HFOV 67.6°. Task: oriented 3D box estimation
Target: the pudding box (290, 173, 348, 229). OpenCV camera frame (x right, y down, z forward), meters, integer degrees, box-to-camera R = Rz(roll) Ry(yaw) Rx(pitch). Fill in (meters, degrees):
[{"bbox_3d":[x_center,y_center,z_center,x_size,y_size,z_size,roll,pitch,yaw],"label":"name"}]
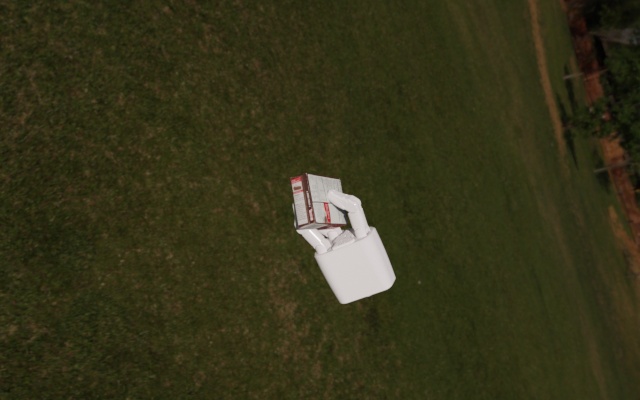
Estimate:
[{"bbox_3d":[0.000,0.003,0.838,0.039,0.090,0.113,-17,-12,30],"label":"pudding box"}]
